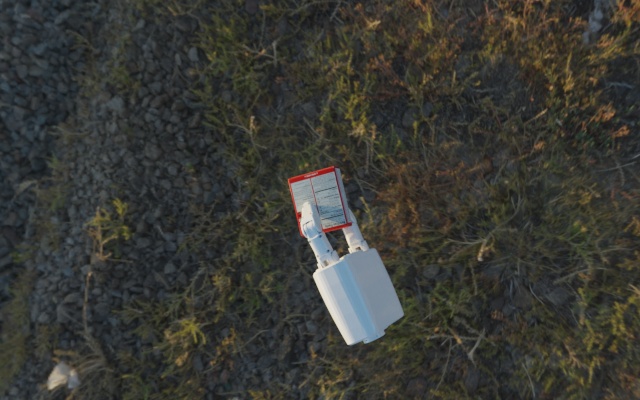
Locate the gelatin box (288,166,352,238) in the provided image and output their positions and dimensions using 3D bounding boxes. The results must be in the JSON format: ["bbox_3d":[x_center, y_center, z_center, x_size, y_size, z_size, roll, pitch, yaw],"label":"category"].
[{"bbox_3d":[0.000,0.002,0.691,0.073,0.089,0.030,-15,-4,18],"label":"gelatin box"}]
